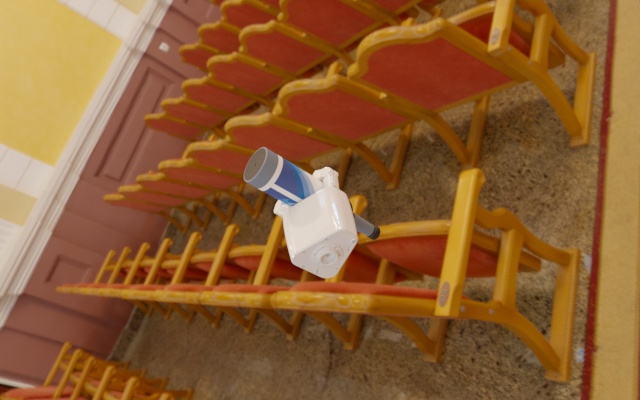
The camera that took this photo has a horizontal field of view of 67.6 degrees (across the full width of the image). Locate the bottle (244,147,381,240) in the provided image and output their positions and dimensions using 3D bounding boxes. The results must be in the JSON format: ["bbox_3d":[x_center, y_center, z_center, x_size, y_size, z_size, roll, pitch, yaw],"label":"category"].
[{"bbox_3d":[0.000,0.003,0.873,0.296,0.069,0.069,30,-17,-31],"label":"bottle"}]
